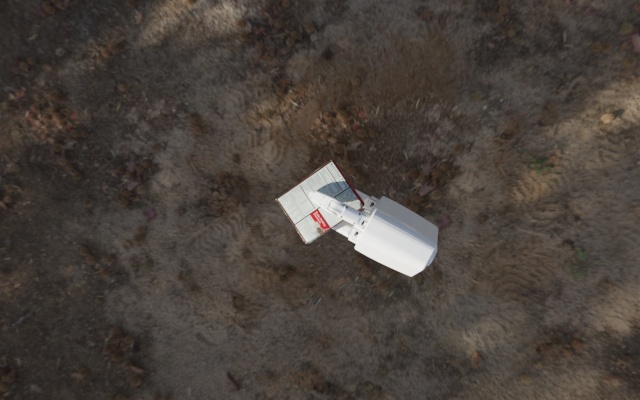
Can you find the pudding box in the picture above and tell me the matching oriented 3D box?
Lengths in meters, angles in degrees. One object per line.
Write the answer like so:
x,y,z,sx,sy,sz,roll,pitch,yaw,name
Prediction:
0.000,0.003,0.755,0.113,0.090,0.039,-34,-3,4,pudding box
